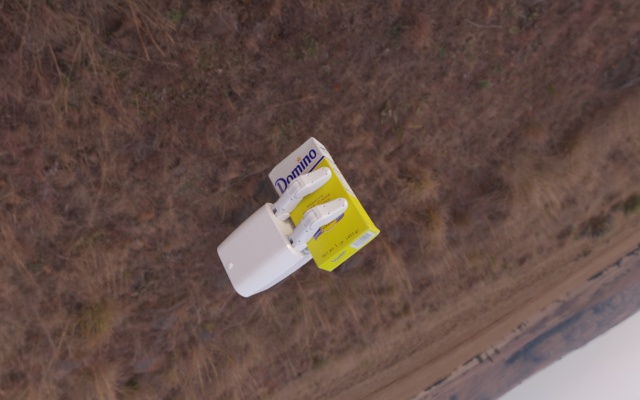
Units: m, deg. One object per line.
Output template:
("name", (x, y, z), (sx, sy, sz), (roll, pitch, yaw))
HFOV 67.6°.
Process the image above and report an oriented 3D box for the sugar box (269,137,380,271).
("sugar box", (0.000, 0.002, 0.688), (0.093, 0.176, 0.048), (-39, -28, 13))
